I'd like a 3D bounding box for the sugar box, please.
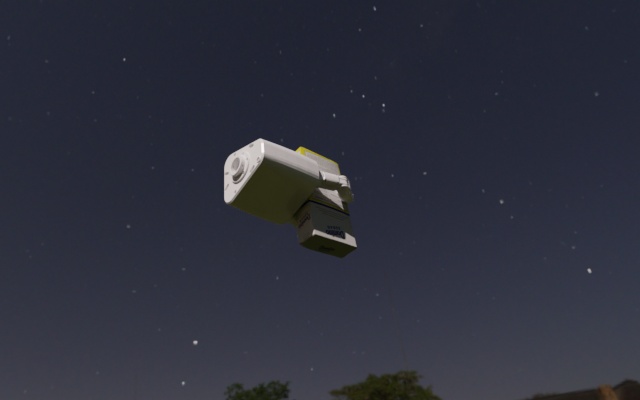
[{"bbox_3d":[0.000,0.003,0.791,0.093,0.176,0.048,21,-43,-36],"label":"sugar box"}]
